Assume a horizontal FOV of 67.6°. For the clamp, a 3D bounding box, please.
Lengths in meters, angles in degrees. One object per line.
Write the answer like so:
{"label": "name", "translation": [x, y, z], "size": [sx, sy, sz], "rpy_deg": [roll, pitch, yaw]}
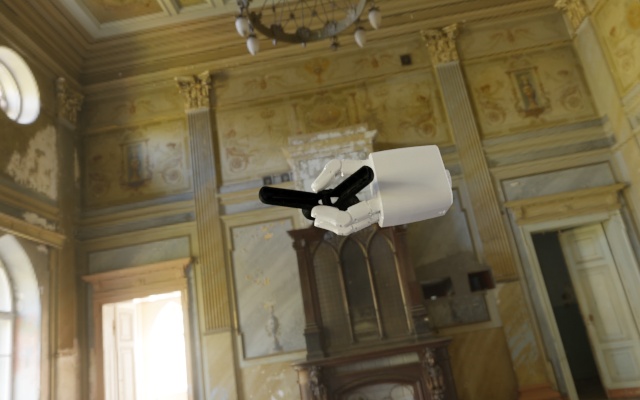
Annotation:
{"label": "clamp", "translation": [0.000, 0.002, 0.745], "size": [0.164, 0.036, 0.210], "rpy_deg": [-8, -17, 2]}
